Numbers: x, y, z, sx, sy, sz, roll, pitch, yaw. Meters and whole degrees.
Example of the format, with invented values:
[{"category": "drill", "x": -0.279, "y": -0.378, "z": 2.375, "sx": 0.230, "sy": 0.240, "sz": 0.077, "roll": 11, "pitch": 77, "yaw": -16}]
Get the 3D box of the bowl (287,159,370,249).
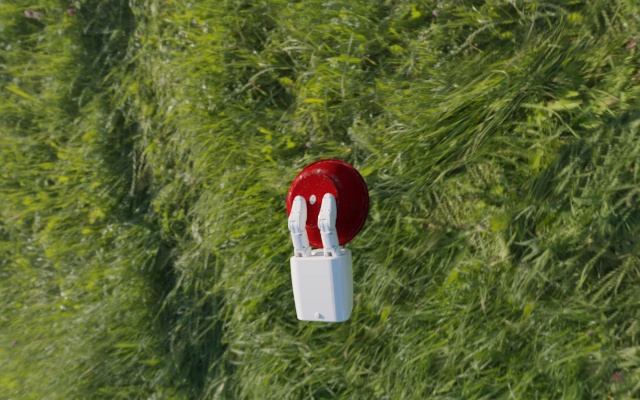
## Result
[{"category": "bowl", "x": 0.000, "y": 0.001, "z": 0.822, "sx": 0.162, "sy": 0.162, "sz": 0.055, "roll": 0, "pitch": -6, "yaw": 26}]
